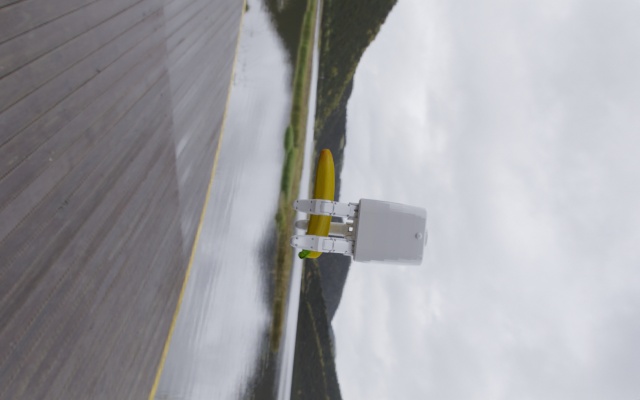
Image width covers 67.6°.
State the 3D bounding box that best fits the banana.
[{"bbox_3d":[0.000,0.014,0.782,0.037,0.197,0.070,7,-26,6],"label":"banana"}]
